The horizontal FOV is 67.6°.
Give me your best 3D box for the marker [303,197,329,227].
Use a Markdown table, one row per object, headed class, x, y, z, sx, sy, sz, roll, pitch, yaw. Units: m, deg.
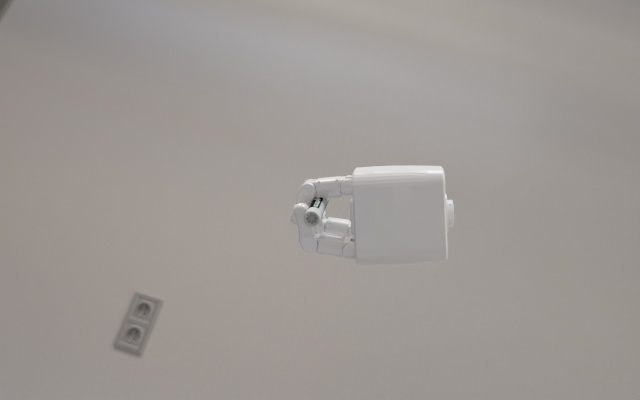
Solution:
| class | x | y | z | sx | sy | sz | roll | pitch | yaw |
| --- | --- | --- | --- | --- | --- | --- | --- | --- | --- |
| marker | 0.000 | 0.002 | 0.587 | 0.020 | 0.020 | 0.121 | 0 | 18 | 10 |
